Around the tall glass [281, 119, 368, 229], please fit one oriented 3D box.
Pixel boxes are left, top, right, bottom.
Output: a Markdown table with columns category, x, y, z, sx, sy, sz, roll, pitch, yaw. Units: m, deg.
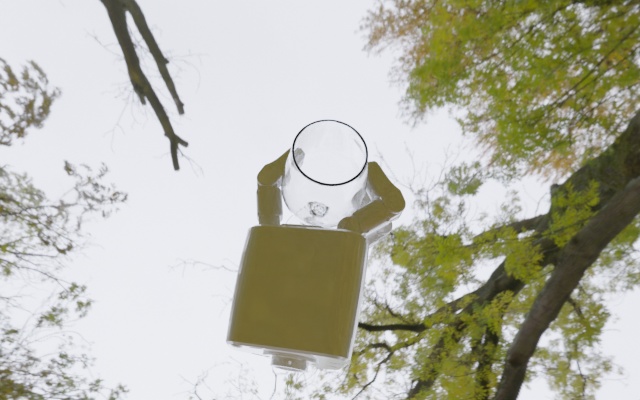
| category | x | y | z | sx | sy | sz | roll | pitch | yaw |
| --- | --- | --- | --- | --- | --- | --- | --- | --- | --- |
| tall glass | 0.000 | 0.002 | 0.472 | 0.079 | 0.079 | 0.201 | 0 | -25 | -5 |
